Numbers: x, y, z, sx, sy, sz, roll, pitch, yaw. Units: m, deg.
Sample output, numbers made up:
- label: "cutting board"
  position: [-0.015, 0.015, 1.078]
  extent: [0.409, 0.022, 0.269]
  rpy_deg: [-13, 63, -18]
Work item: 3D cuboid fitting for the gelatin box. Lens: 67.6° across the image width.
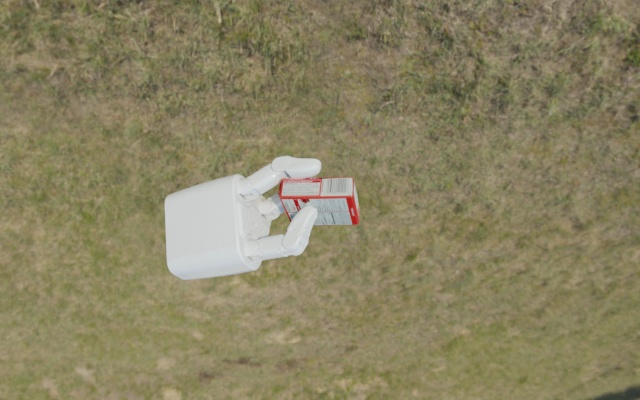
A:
- label: "gelatin box"
  position: [0.000, 0.002, 0.580]
  extent: [0.089, 0.030, 0.073]
  rpy_deg: [-1, -30, 10]
